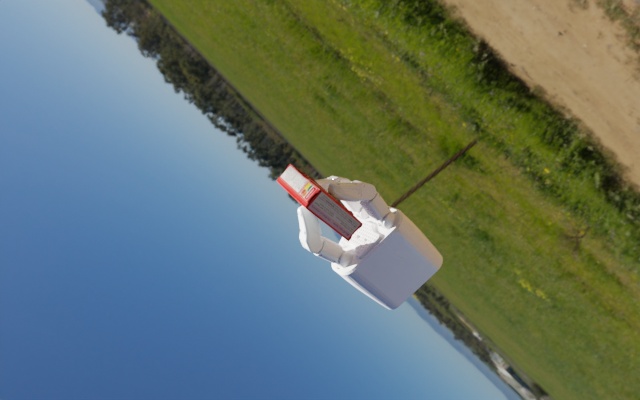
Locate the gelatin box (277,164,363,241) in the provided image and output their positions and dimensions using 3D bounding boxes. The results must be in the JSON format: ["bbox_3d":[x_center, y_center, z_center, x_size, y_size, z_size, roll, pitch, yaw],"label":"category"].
[{"bbox_3d":[0.000,0.002,0.561,0.089,0.030,0.073,38,3,-42],"label":"gelatin box"}]
